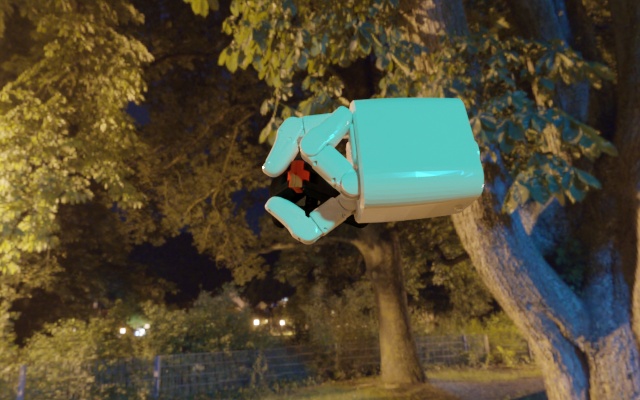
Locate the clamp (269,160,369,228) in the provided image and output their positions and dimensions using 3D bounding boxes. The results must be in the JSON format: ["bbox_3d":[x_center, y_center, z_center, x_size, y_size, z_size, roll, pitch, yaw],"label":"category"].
[{"bbox_3d":[0.000,0.001,0.524,0.120,0.039,0.171,-3,-15,-1],"label":"clamp"}]
